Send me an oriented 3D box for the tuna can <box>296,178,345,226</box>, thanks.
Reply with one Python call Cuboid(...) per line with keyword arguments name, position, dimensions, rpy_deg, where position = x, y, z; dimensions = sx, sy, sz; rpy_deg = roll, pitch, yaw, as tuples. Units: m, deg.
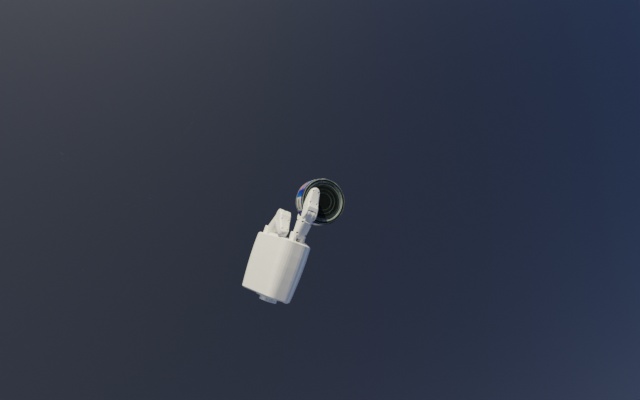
Cuboid(name="tuna can", position=(0.000, 0.003, 0.875), dimensions=(0.086, 0.086, 0.034), rpy_deg=(0, -5, -22))
